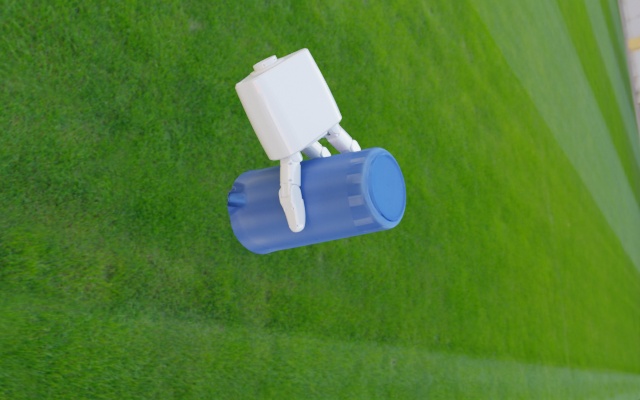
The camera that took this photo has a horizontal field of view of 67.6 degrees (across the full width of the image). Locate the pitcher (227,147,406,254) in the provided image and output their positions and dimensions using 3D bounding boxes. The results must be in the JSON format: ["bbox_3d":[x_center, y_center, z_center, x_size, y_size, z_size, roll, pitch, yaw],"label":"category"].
[{"bbox_3d":[0.000,0.002,0.694,0.243,0.145,0.149,-10,25,37],"label":"pitcher"}]
